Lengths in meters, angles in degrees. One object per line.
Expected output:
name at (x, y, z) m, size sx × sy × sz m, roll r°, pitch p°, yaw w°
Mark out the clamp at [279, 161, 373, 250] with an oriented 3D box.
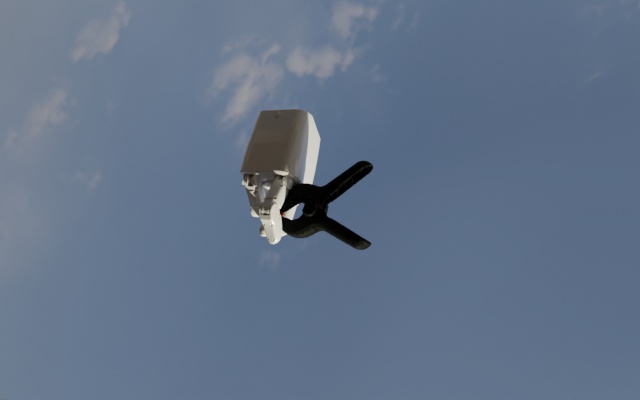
clamp at (0.000, 0.002, 0.663) m, size 0.171 × 0.120 × 0.039 m, roll 4°, pitch -20°, yaw 29°
